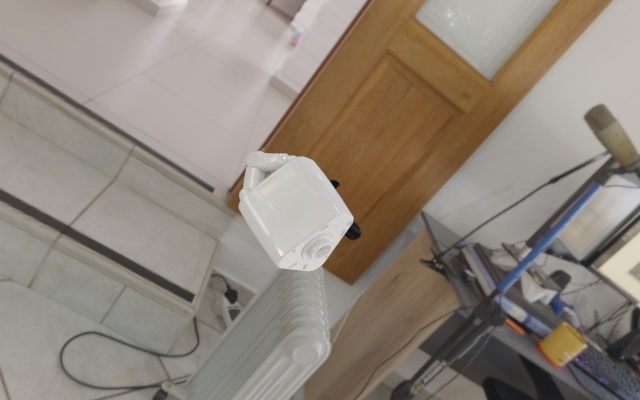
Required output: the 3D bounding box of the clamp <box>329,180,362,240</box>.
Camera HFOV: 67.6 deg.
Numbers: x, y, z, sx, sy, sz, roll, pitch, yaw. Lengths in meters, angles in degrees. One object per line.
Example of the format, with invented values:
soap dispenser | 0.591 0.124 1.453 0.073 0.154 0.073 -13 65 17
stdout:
clamp | 0.000 0.002 0.735 0.039 0.120 0.171 -46 -32 21
